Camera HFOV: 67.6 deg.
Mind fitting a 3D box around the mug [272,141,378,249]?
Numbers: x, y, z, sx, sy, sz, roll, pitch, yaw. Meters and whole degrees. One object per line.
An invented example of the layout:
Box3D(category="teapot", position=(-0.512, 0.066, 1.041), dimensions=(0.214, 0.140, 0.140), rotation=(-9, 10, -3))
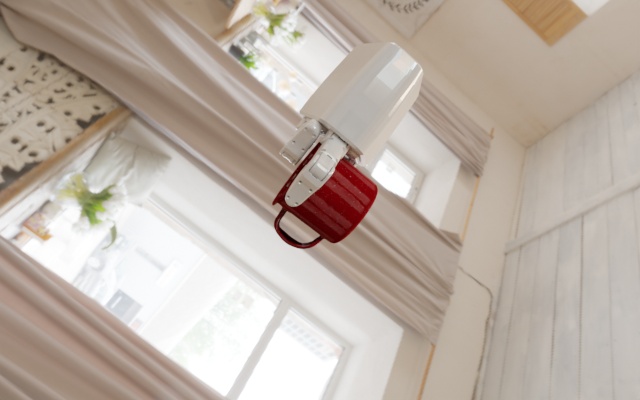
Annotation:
Box3D(category="mug", position=(-0.001, 0.003, 0.517), dimensions=(0.081, 0.117, 0.093), rotation=(38, 1, -8))
